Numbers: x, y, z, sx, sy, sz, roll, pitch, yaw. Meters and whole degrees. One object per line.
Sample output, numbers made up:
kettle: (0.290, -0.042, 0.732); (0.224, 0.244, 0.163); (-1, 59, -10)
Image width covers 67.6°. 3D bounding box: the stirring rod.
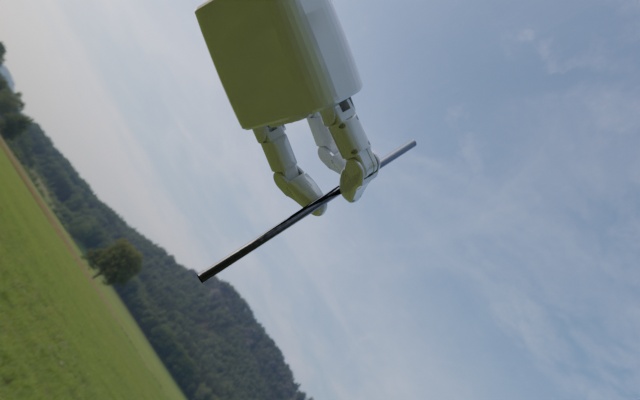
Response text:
stirring rod: (0.000, 0.001, 0.413); (0.239, 0.011, 0.011); (-32, 16, -26)
